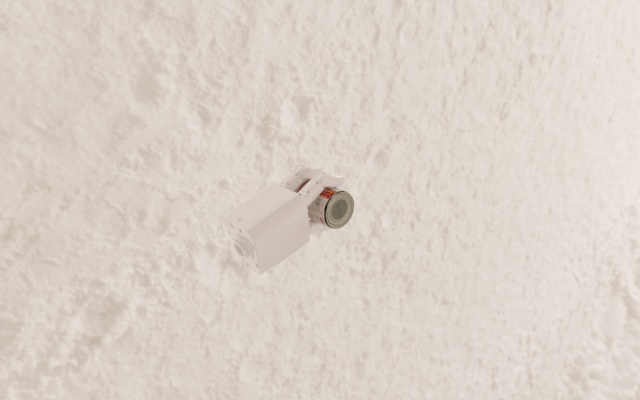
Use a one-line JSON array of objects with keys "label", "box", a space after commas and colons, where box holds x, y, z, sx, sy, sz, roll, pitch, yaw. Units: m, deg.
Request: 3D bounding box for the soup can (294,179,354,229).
[{"label": "soup can", "box": [0.001, 0.003, 0.825, 0.068, 0.068, 0.102, 0, 16, -42]}]
